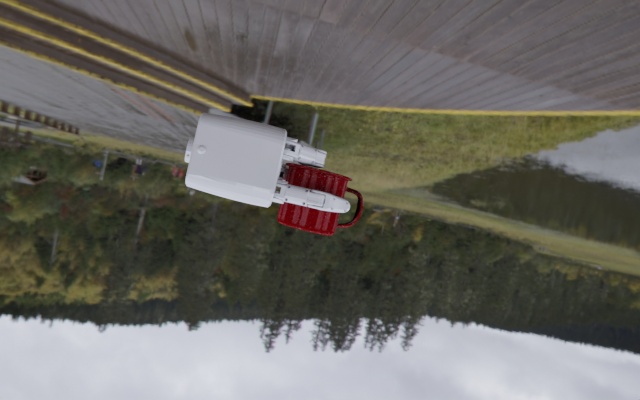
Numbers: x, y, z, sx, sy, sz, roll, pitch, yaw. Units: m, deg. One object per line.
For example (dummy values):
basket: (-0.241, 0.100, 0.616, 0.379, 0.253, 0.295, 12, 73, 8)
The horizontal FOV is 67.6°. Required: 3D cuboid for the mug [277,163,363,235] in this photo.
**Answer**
mug: (0.001, 0.003, 0.651, 0.117, 0.081, 0.093, 14, 0, -8)
